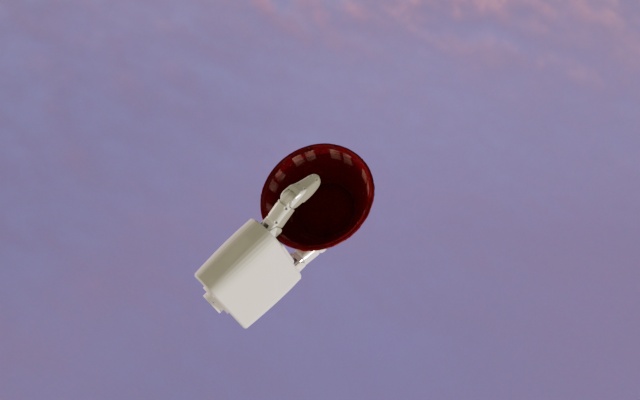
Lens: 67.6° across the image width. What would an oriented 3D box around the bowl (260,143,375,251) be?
[{"bbox_3d":[0.001,0.002,0.670,0.162,0.162,0.055,0,-24,17],"label":"bowl"}]
